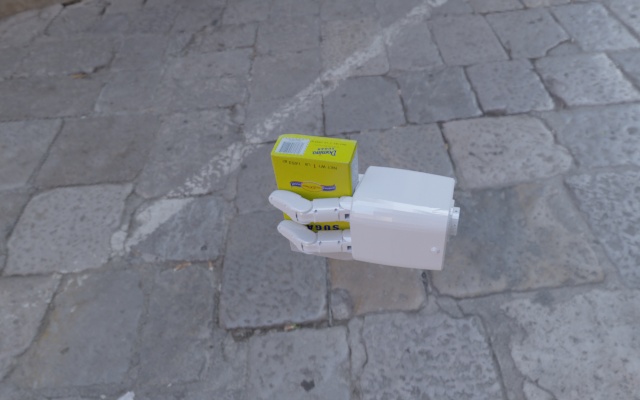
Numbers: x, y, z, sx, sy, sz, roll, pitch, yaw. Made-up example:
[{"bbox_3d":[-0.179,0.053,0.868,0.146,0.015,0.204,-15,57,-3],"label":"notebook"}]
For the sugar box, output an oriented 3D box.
[{"bbox_3d":[0.000,0.002,0.588,0.093,0.176,0.048,8,46,15],"label":"sugar box"}]
